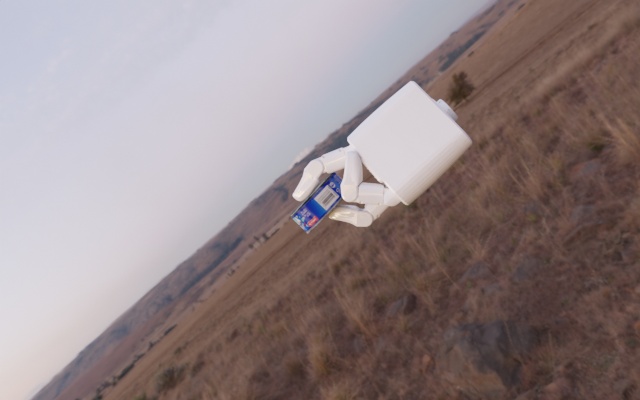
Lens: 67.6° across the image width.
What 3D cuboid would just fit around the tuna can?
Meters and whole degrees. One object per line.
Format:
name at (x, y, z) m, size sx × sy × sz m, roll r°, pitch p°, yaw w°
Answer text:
tuna can at (0.000, 0.002, 0.640) m, size 0.034 × 0.086 × 0.086 m, roll 44°, pitch -2°, yaw -2°
